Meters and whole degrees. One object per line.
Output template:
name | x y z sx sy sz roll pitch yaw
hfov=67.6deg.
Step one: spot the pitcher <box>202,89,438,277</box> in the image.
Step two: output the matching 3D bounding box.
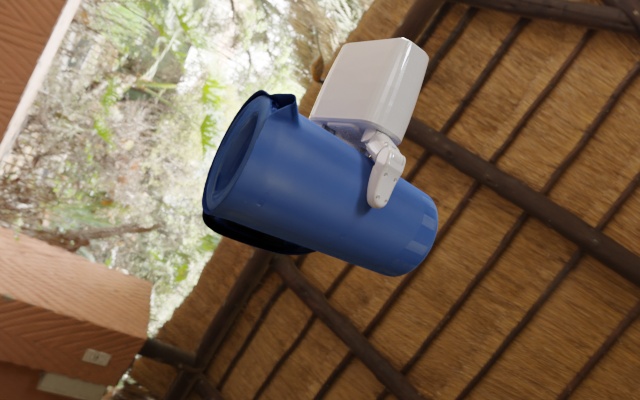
pitcher | 0.000 0.002 0.522 0.243 0.145 0.149 26 -10 -26
